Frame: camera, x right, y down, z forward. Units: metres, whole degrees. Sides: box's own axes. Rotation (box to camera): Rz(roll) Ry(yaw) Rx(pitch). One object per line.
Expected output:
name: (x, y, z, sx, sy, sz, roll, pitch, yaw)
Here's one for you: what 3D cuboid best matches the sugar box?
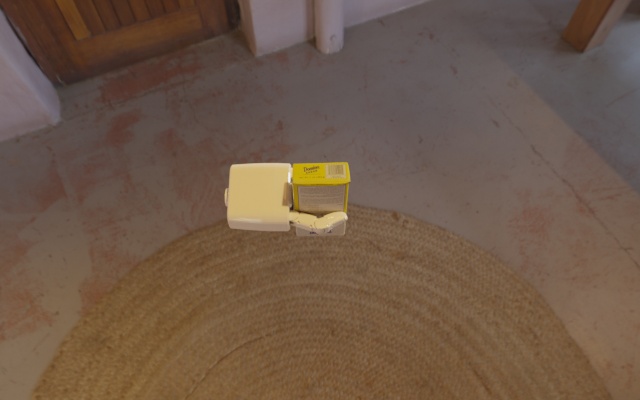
sugar box: (0.000, 0.002, 0.838, 0.093, 0.048, 0.176, -1, -31, -2)
